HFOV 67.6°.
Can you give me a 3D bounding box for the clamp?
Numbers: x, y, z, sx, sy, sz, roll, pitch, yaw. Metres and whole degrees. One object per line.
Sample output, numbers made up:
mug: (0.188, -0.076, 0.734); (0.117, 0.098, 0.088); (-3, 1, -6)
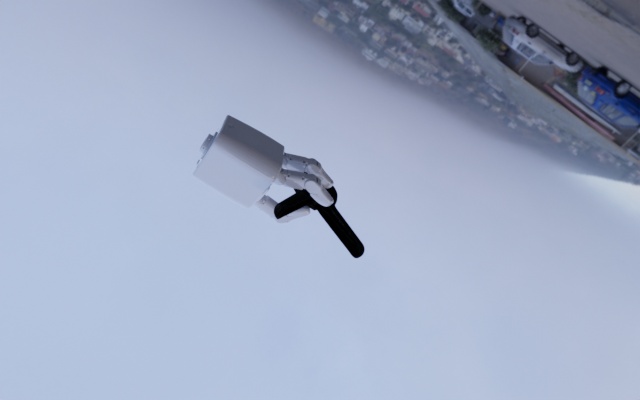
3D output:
clamp: (-0.001, 0.003, 0.796); (0.164, 0.036, 0.209); (33, 26, -19)
